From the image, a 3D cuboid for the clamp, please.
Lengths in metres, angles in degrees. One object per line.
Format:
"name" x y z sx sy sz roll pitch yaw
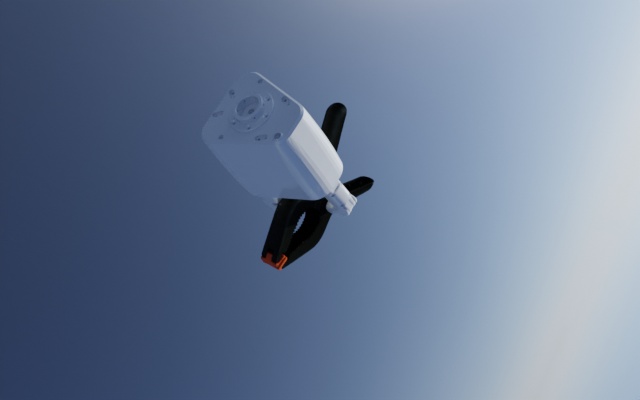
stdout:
"clamp" 0.000 0.003 0.619 0.036 0.210 0.165 21 -18 34
